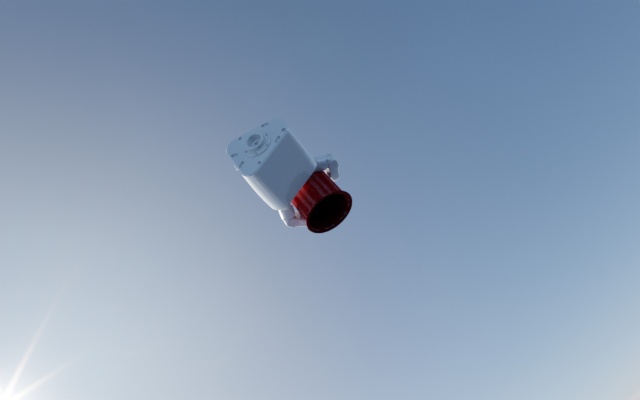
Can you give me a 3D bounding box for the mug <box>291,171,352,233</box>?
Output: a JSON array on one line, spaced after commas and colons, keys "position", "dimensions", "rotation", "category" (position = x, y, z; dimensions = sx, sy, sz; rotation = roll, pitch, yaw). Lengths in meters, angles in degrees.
[{"position": [0.001, 0.003, 0.850], "dimensions": [0.081, 0.093, 0.117], "rotation": [49, -1, 38], "category": "mug"}]
